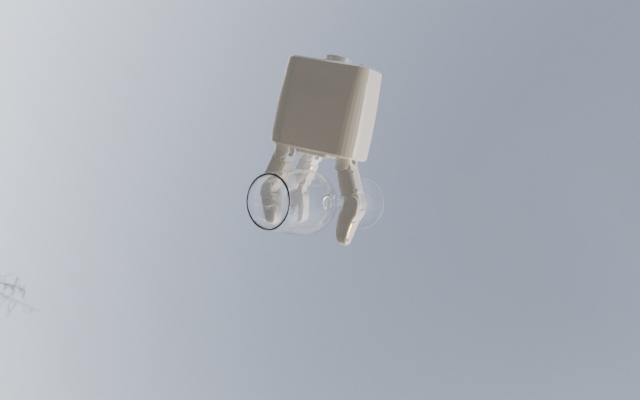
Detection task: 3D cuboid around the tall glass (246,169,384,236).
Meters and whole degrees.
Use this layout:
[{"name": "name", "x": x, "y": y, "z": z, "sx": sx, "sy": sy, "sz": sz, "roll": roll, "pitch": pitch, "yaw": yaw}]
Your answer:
[{"name": "tall glass", "x": 0.001, "y": 0.002, "z": 0.590, "sx": 0.079, "sy": 0.079, "sz": 0.201, "roll": 0, "pitch": 0, "yaw": 35}]
